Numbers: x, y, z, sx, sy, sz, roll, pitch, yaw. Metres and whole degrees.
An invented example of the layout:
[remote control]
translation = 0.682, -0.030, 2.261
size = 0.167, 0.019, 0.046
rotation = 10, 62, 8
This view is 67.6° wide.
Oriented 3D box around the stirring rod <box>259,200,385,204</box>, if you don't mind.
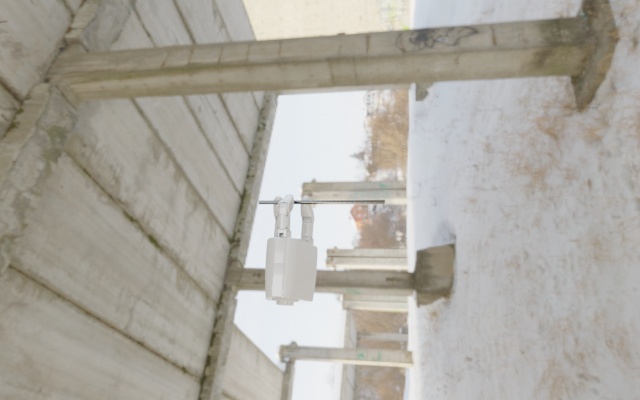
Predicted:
[stirring rod]
translation = 0.000, 0.003, 0.897
size = 0.239, 0.011, 0.011
rotation = 0, 0, 11
